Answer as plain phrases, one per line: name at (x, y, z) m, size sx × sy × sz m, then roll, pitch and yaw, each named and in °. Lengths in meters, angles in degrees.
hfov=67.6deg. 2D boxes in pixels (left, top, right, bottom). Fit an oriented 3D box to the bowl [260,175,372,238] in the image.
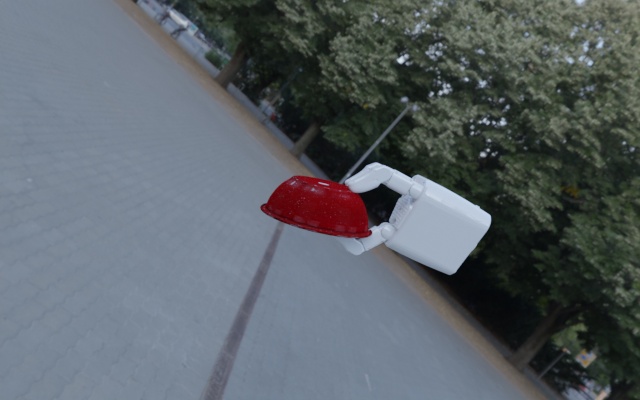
bowl at (-0.001, 0.002, 0.666) m, size 0.162 × 0.055 × 0.162 m, roll 13°, pitch 9°, yaw -2°
